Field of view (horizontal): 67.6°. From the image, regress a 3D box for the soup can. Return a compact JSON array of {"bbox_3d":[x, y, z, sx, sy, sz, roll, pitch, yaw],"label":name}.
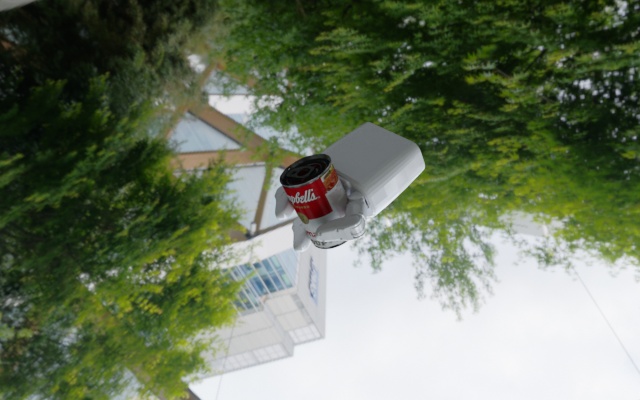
[{"bbox_3d":[0.000,0.003,0.599,0.068,0.102,0.068,-19,30,11],"label":"soup can"}]
